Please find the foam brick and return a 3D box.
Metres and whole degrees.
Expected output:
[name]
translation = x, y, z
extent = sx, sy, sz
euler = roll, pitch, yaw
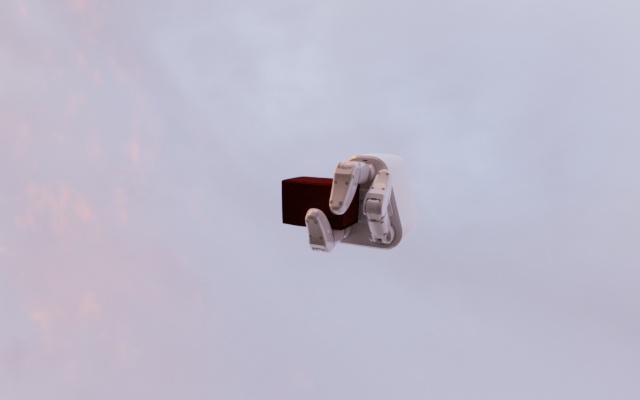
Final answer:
[foam brick]
translation = 0.000, 0.002, 0.556
extent = 0.078, 0.053, 0.051
euler = 6, 11, 23
